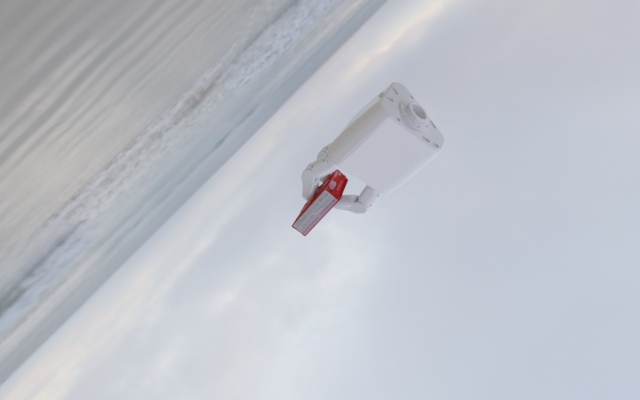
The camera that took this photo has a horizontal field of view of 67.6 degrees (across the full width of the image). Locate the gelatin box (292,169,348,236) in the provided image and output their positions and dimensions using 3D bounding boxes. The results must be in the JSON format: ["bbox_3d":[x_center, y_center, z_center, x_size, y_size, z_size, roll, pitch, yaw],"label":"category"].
[{"bbox_3d":[0.000,0.003,0.718,0.030,0.089,0.073,39,28,-5],"label":"gelatin box"}]
